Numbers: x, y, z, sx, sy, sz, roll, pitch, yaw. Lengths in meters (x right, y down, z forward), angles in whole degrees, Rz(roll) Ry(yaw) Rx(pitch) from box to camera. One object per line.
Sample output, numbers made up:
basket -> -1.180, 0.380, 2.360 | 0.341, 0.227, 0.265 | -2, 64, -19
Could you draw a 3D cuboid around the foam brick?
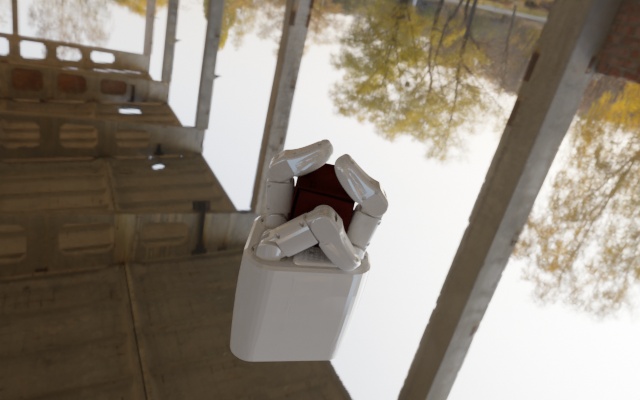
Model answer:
foam brick -> 0.000, 0.001, 0.438 | 0.053, 0.051, 0.078 | 13, 24, -3
